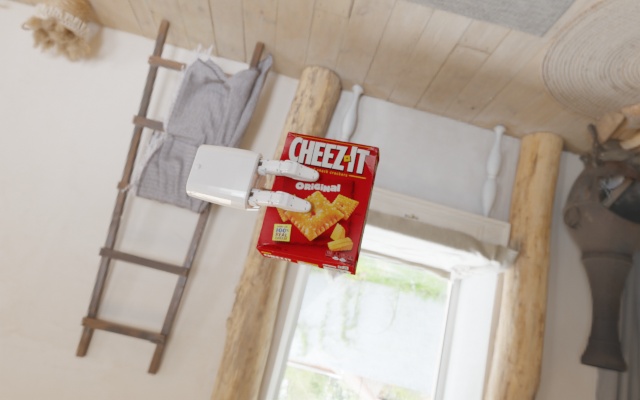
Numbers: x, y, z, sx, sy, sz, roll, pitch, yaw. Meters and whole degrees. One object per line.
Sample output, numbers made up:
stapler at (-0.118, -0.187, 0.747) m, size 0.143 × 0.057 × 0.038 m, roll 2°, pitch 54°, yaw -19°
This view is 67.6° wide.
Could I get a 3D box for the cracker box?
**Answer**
cracker box at (0.000, 0.003, 0.804) m, size 0.164 × 0.213 × 0.072 m, roll 11°, pitch -17°, yaw 8°
